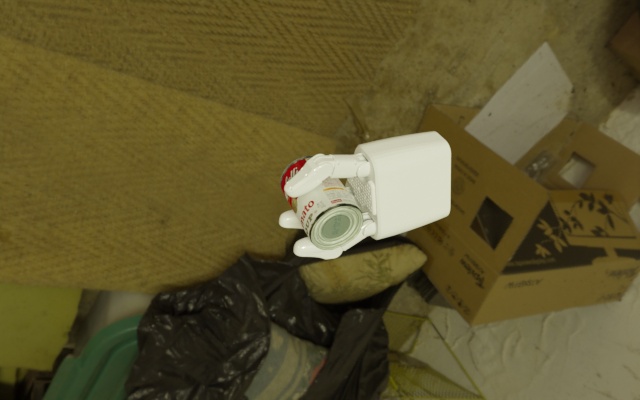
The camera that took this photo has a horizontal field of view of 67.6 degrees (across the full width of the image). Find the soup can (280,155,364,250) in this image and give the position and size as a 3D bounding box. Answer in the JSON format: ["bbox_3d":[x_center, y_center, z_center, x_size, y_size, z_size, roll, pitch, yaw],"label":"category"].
[{"bbox_3d":[0.000,0.002,0.569,0.068,0.068,0.102,0,37,-28],"label":"soup can"}]
